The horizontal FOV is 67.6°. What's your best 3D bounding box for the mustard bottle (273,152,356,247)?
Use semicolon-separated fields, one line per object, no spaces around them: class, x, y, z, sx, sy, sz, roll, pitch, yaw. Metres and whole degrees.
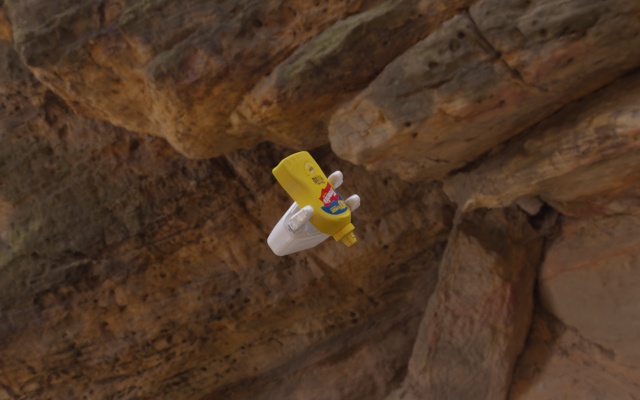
mustard bottle;0.000;0.002;0.865;0.058;0.191;0.096;-40;-7;31
